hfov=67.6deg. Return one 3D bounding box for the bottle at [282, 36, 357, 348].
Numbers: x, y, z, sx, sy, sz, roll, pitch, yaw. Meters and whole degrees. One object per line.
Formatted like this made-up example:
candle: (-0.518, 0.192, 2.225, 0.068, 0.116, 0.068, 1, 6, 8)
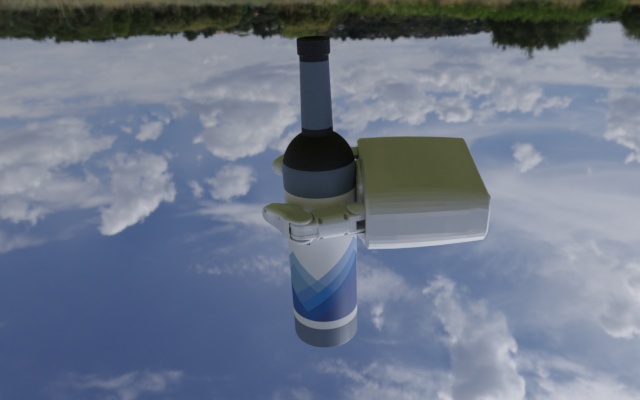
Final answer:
bottle: (0.000, 0.002, 0.448, 0.069, 0.296, 0.069, -2, 25, 1)
